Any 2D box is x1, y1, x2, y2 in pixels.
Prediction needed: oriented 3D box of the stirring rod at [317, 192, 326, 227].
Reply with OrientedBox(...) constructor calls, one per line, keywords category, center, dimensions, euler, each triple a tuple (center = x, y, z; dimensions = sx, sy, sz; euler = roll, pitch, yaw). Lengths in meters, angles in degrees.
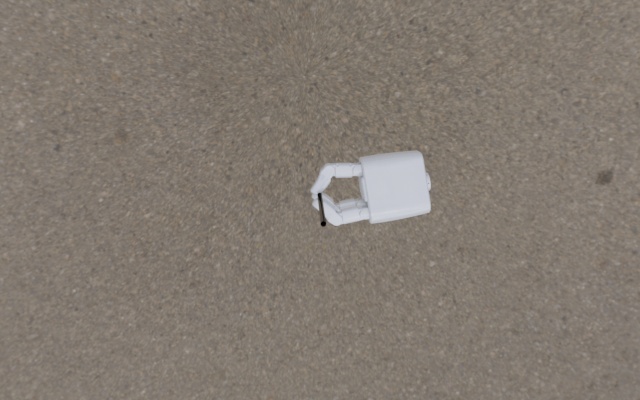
OrientedBox(category="stirring rod", center=(0.000, 0.002, 0.780), dimensions=(0.011, 0.011, 0.239), euler=(0, 15, -2))
